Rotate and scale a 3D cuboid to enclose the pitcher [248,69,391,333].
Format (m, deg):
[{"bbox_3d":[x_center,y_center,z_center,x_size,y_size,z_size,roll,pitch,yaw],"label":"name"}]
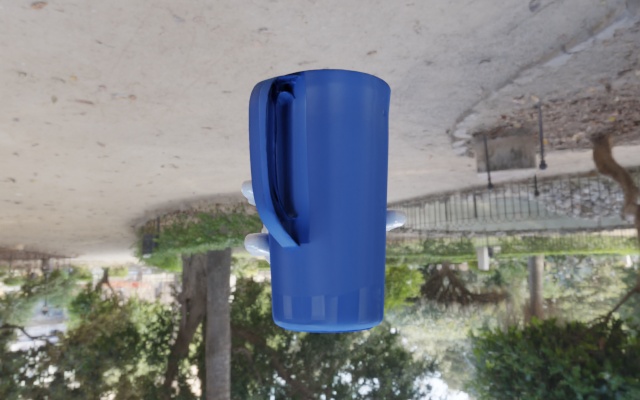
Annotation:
[{"bbox_3d":[0.000,0.002,0.472,0.149,0.243,0.145,1,-8,-12],"label":"pitcher"}]
